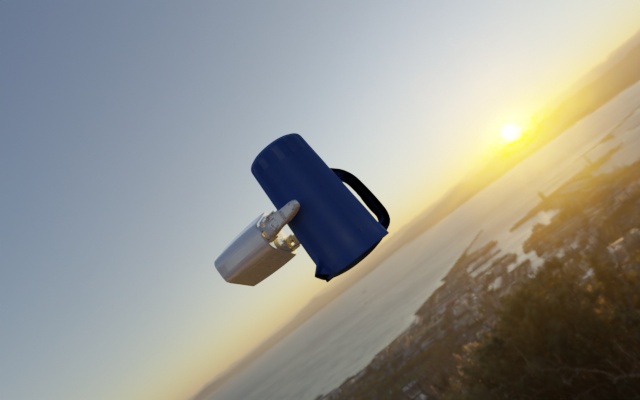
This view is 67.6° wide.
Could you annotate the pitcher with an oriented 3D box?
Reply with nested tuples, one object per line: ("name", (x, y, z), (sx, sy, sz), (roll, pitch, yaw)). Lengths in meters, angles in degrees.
("pitcher", (0.000, 0.003, 0.816), (0.145, 0.243, 0.149), (-40, -9, 13))
